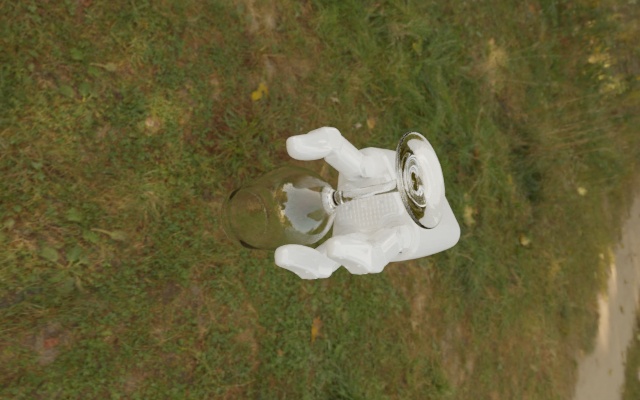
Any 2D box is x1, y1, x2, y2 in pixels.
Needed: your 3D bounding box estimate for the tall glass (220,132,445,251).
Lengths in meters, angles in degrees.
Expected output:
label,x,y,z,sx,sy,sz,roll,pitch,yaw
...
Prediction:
label,x,y,z,sx,sy,sz,roll,pitch,yaw
tall glass,0.000,0.001,0.417,0.201,0.079,0.079,-12,-8,38
